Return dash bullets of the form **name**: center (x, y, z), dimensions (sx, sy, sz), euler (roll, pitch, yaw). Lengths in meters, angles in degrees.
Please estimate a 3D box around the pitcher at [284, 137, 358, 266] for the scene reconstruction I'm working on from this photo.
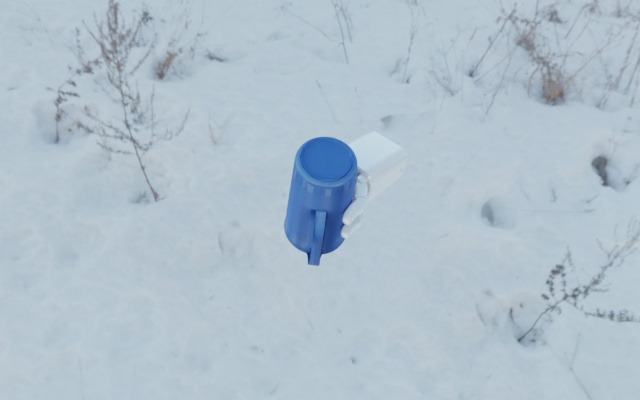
- **pitcher**: center (0.000, 0.003, 0.898), dimensions (0.145, 0.149, 0.243), euler (-34, -23, -23)
